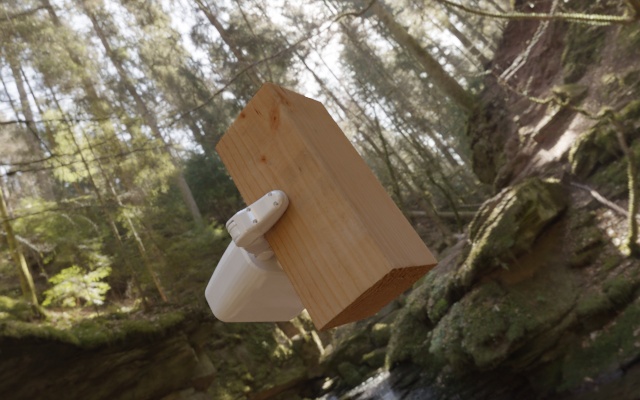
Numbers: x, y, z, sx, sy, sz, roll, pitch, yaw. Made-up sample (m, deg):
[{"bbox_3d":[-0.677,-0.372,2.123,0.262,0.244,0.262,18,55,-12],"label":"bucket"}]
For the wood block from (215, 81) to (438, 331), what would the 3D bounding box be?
[{"bbox_3d":[0.000,0.002,0.440,0.090,0.206,0.091,-45,-26,26],"label":"wood block"}]
